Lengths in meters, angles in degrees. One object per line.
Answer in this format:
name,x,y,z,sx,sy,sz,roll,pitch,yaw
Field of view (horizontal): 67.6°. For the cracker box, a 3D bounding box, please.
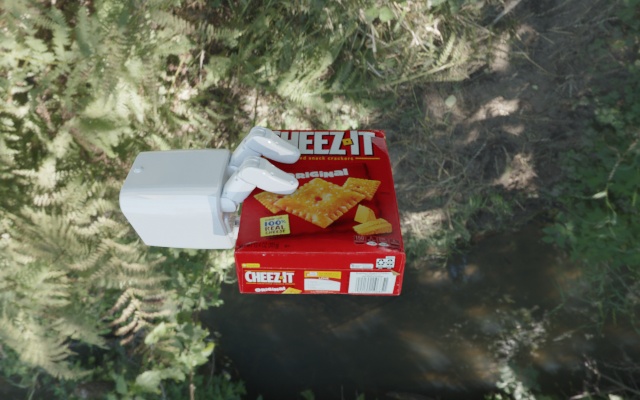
cracker box,0.000,0.002,0.538,0.164,0.072,0.213,1,42,0
